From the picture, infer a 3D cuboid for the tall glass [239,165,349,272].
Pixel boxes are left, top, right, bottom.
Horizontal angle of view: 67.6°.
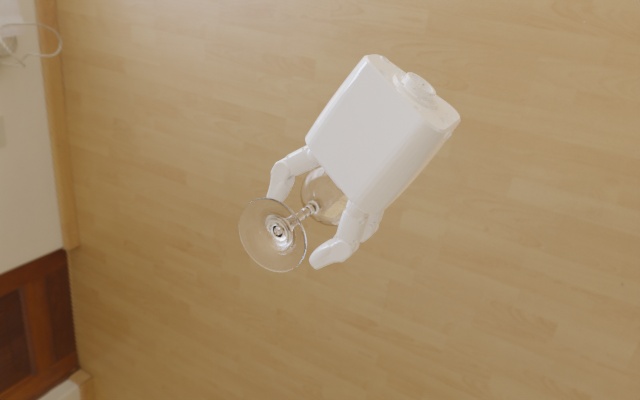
[{"bbox_3d":[0.000,0.002,0.525,0.079,0.079,0.201,0,18,29],"label":"tall glass"}]
